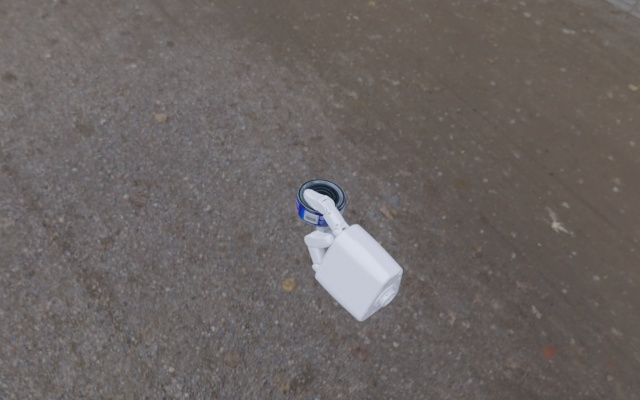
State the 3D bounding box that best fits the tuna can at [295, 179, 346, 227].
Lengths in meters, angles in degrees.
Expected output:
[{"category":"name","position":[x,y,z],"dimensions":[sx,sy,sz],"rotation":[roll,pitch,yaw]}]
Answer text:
[{"category":"tuna can","position":[0.000,0.002,0.819],"dimensions":[0.086,0.086,0.034],"rotation":[0,-44,-9]}]
